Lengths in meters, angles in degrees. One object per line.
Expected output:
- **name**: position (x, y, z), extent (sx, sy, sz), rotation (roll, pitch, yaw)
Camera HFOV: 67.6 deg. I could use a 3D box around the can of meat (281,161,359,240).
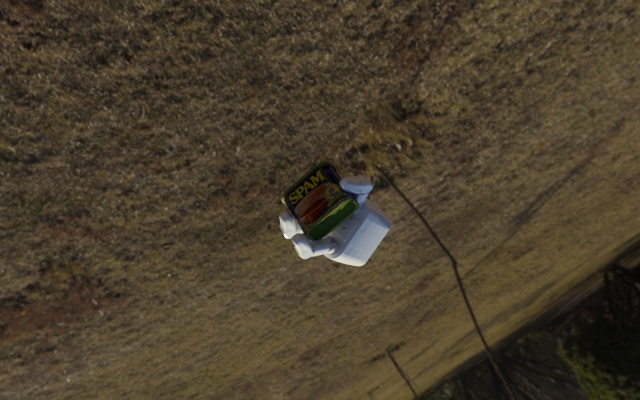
- **can of meat**: position (0.000, 0.003, 0.761), extent (0.102, 0.084, 0.057), rotation (-40, -32, 11)
